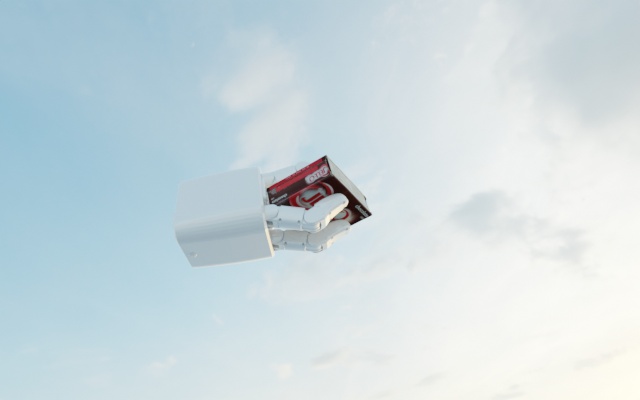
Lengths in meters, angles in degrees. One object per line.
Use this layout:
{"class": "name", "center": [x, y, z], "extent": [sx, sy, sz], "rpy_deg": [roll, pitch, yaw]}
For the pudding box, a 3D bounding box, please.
{"class": "pudding box", "center": [0.000, 0.002, 0.604], "extent": [0.090, 0.039, 0.113], "rpy_deg": [-27, -37, 18]}
